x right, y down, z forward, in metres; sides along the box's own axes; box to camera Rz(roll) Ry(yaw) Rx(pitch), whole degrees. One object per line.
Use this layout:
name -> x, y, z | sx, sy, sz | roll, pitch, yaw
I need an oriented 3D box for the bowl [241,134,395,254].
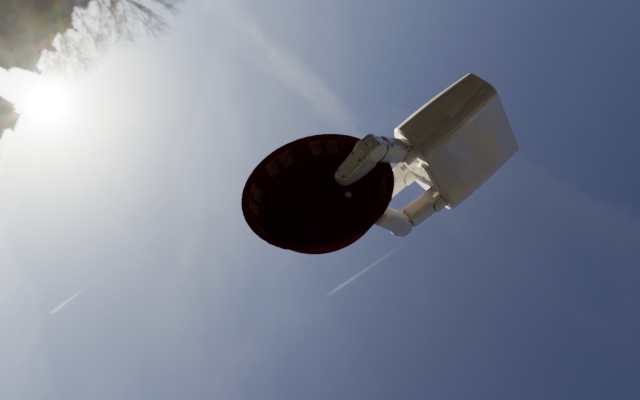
bowl -> -0.001, 0.002, 0.515 | 0.162, 0.162, 0.055 | 0, -40, 14
